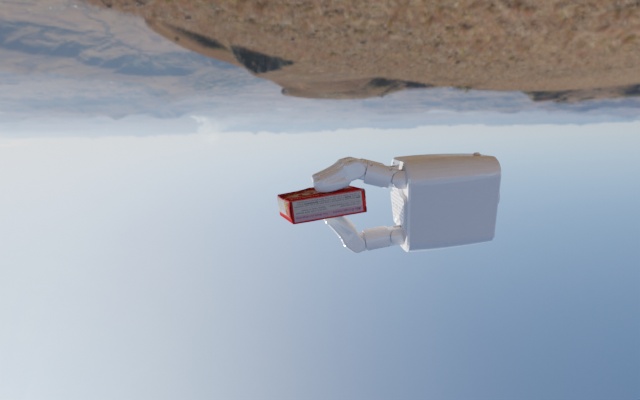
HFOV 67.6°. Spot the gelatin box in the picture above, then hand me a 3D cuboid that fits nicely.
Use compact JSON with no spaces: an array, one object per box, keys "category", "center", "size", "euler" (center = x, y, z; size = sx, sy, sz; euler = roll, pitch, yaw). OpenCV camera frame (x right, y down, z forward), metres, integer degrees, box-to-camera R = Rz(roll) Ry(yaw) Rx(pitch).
[{"category":"gelatin box","center":[0.000,0.002,0.556],"size":[0.089,0.030,0.073],"euler":[-10,9,-14]}]
